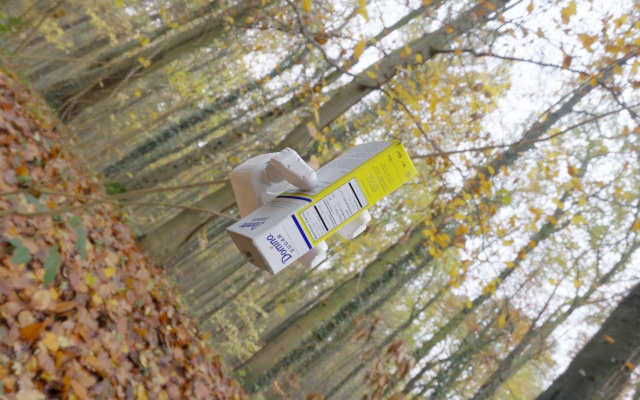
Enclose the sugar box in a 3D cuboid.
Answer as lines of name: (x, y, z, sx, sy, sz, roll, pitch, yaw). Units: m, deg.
sugar box: (0.000, 0.002, 0.474, 0.176, 0.048, 0.093, -36, 16, -18)
